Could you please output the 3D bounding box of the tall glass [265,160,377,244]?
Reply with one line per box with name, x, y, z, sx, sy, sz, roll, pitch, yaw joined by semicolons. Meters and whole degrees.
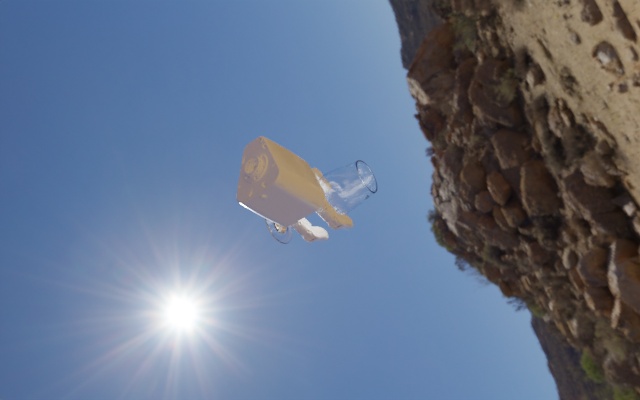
tall glass;0.000;0.003;0.839;0.201;0.079;0.079;-29;-14;26
